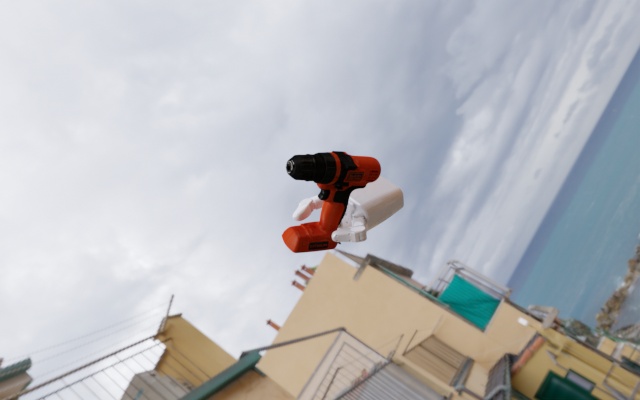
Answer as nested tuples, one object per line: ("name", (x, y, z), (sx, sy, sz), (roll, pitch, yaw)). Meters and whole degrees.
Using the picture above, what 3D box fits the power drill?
("power drill", (0.000, 0.003, 0.806), (0.184, 0.188, 0.057), (0, 38, -37))
